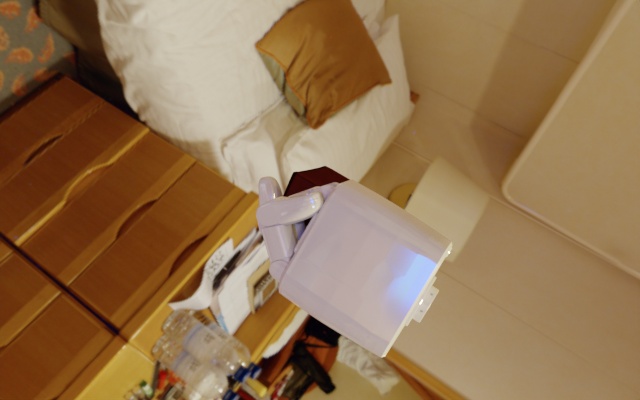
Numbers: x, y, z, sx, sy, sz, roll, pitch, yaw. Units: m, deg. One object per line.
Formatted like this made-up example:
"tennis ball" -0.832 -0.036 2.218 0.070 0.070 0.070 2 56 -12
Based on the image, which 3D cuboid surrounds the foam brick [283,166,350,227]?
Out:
"foam brick" 0.000 0.001 0.486 0.051 0.053 0.078 30 20 17
